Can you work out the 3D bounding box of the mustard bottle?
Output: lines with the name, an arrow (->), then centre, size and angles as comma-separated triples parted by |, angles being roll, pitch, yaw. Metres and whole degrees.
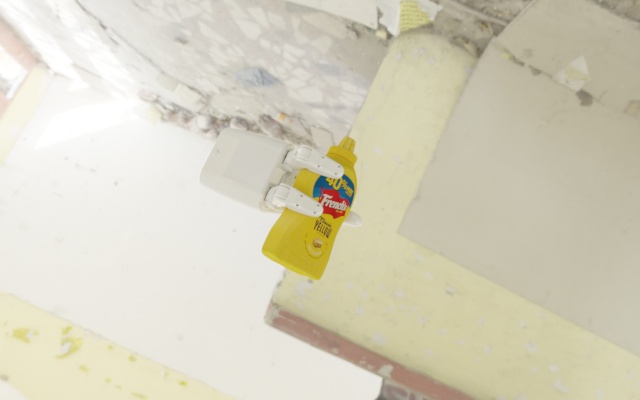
mustard bottle -> 0.000, 0.002, 0.628 | 0.058, 0.191, 0.096 | 12, -18, 45
